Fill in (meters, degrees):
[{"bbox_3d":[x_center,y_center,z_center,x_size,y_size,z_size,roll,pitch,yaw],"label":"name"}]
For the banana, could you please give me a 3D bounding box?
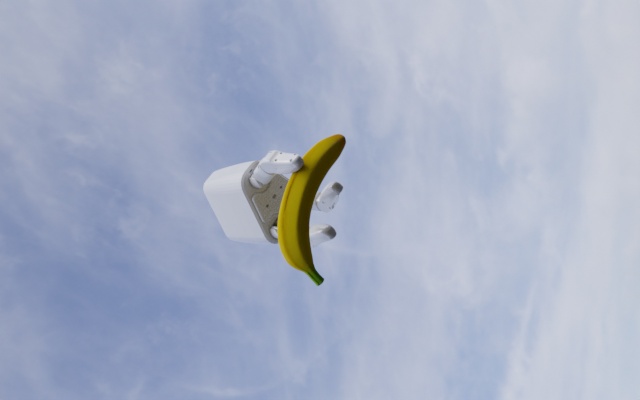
[{"bbox_3d":[-0.014,-0.001,0.583,0.070,0.197,0.037,23,-21,-36],"label":"banana"}]
